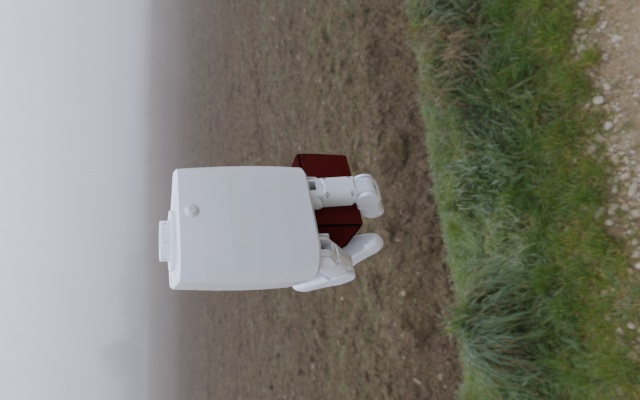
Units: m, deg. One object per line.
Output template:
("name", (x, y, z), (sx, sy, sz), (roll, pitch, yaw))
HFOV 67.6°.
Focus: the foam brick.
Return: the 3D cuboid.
("foam brick", (0.000, 0.001, 0.448), (0.051, 0.078, 0.053), (0, -31, -20))
